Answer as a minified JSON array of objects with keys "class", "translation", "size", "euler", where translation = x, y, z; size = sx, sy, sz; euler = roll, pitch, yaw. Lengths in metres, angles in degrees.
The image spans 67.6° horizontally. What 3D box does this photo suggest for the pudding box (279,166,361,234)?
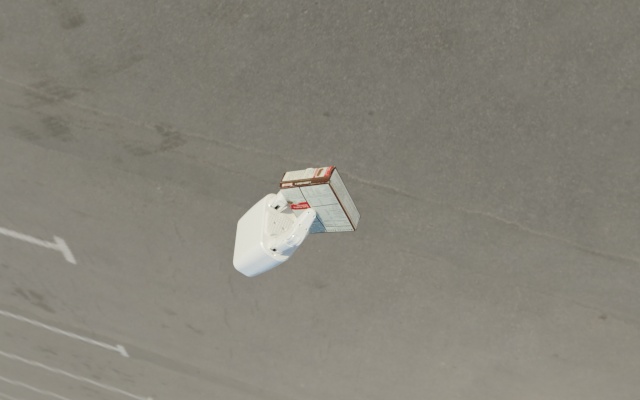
[{"class":"pudding box","translation":[0.000,0.003,0.736],"size":[0.090,0.039,0.114],"euler":[-6,-44,27]}]
